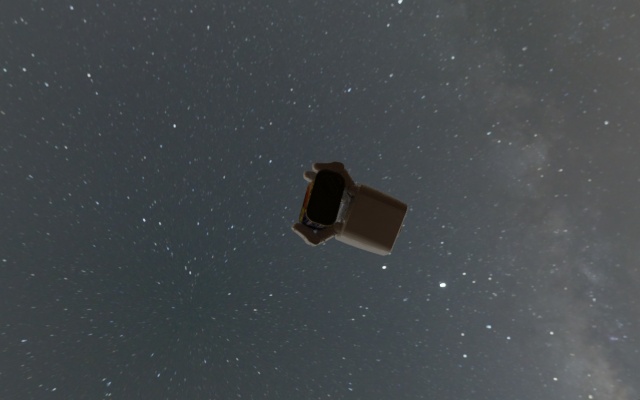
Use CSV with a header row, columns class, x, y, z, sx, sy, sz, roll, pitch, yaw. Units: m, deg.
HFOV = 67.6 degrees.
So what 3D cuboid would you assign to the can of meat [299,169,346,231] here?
class,x,y,z,sx,sy,sz,roll,pitch,yaw
can of meat,0.000,0.003,0.890,0.057,0.102,0.084,18,-16,-10
